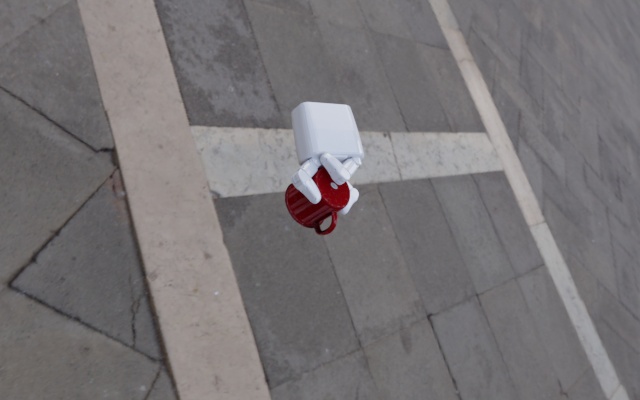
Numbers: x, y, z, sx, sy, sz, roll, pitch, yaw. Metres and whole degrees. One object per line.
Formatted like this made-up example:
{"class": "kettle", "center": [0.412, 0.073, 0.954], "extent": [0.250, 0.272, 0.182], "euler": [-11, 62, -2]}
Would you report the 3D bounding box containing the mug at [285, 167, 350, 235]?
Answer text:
{"class": "mug", "center": [0.000, 0.004, 0.838], "extent": [0.093, 0.117, 0.081], "euler": [7, -28, -41]}
